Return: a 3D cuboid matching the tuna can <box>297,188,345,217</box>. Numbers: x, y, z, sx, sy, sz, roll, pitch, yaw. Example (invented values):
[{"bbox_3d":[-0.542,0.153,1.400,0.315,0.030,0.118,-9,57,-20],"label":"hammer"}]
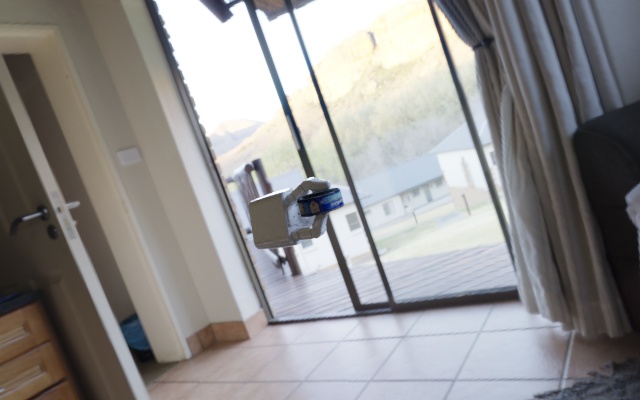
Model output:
[{"bbox_3d":[0.000,0.002,0.899,0.086,0.034,0.086,-15,8,2],"label":"tuna can"}]
